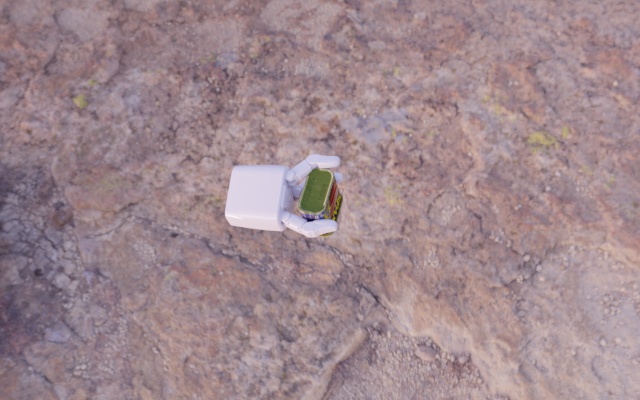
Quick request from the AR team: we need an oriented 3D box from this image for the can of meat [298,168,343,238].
[{"bbox_3d":[0.000,0.003,0.874,0.057,0.102,0.084,7,-30,17],"label":"can of meat"}]
